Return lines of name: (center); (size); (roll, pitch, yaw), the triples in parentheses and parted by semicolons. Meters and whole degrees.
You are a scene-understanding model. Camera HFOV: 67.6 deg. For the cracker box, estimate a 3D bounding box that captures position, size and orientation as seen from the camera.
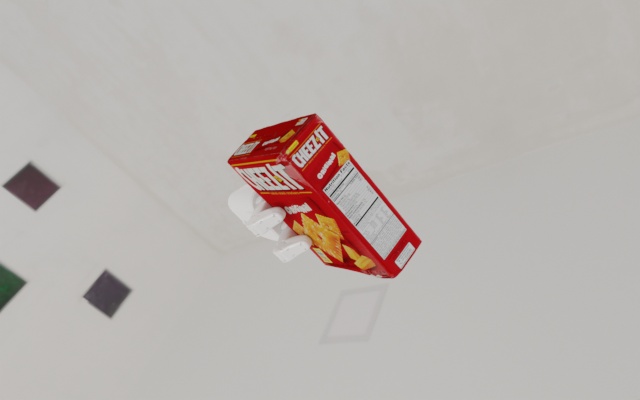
cracker box: (0.000, 0.002, 0.604); (0.214, 0.072, 0.164); (48, -22, -23)
